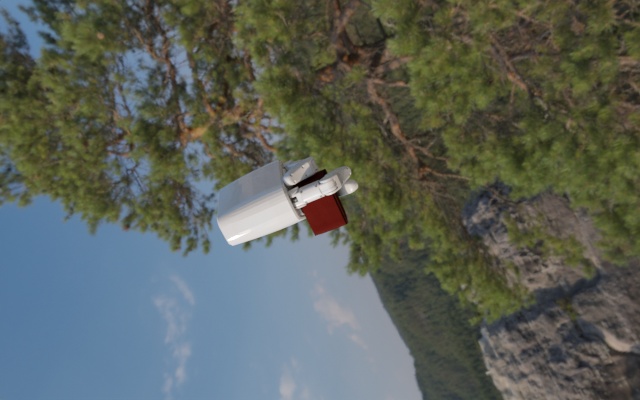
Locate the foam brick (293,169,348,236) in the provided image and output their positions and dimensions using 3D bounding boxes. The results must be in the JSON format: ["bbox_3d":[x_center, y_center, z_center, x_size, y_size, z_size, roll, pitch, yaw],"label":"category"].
[{"bbox_3d":[0.000,0.003,0.693,0.051,0.078,0.053,-24,14,6],"label":"foam brick"}]
